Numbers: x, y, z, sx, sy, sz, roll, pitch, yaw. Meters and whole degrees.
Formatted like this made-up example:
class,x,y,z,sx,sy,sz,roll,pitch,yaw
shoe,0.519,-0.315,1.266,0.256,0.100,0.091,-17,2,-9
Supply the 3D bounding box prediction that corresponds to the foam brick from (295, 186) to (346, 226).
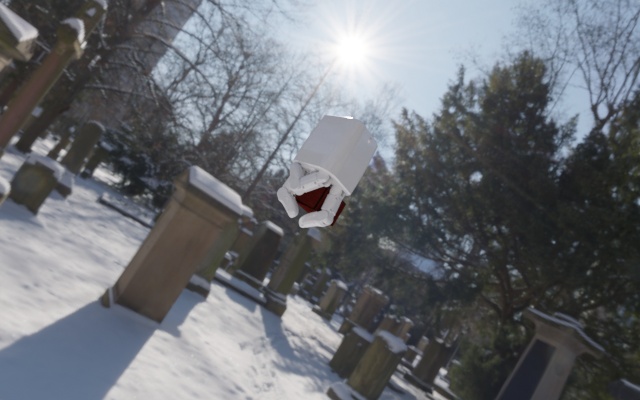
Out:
class,x,y,z,sx,sy,sz,roll,pitch,yaw
foam brick,0.000,0.003,0.860,0.053,0.051,0.078,24,-12,35
